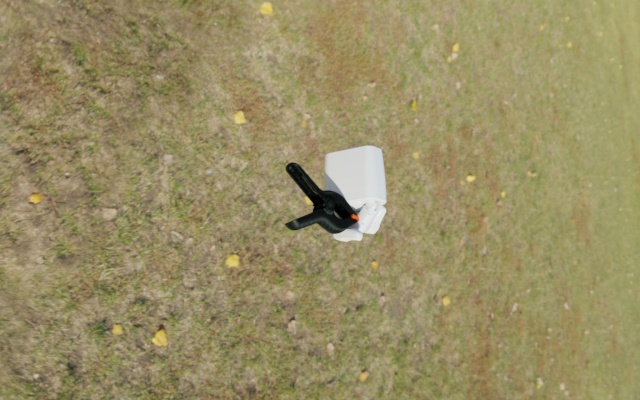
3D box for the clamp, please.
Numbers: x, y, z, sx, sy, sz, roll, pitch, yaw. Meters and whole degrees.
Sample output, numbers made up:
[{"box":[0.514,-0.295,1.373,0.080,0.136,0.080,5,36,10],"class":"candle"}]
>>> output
[{"box":[0.001,0.003,0.826,0.039,0.120,0.171,-16,-21,38],"class":"clamp"}]
